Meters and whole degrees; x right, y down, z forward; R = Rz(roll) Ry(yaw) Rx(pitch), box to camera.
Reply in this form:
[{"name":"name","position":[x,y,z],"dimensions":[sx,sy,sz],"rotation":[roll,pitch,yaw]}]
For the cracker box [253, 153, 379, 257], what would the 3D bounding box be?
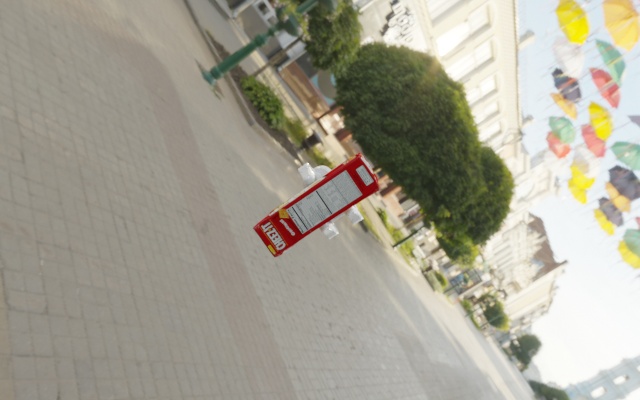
[{"name":"cracker box","position":[0.000,0.003,0.848],"dimensions":[0.214,0.072,0.164],"rotation":[-34,4,8]}]
